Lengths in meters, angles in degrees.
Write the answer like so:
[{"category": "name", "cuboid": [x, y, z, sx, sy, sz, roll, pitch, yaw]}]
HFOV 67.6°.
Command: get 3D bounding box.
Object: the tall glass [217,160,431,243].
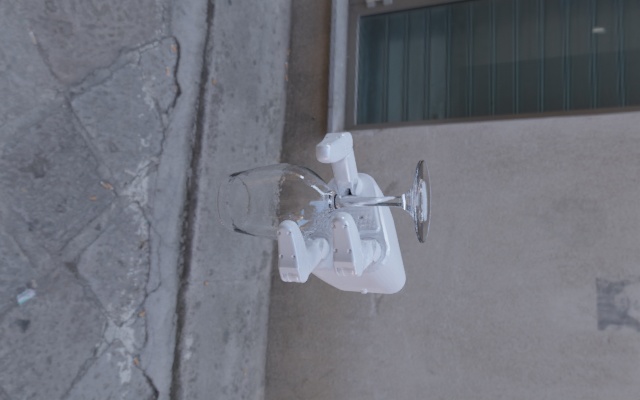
[{"category": "tall glass", "cuboid": [0.001, 0.001, 0.463, 0.201, 0.079, 0.079, 0, 0, 22]}]
